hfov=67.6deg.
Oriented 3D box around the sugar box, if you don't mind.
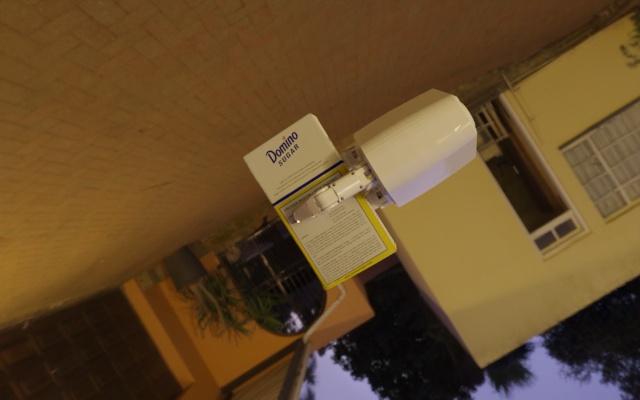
[{"bbox_3d":[0.000,0.002,0.535,0.093,0.176,0.048,-31,-2,9],"label":"sugar box"}]
